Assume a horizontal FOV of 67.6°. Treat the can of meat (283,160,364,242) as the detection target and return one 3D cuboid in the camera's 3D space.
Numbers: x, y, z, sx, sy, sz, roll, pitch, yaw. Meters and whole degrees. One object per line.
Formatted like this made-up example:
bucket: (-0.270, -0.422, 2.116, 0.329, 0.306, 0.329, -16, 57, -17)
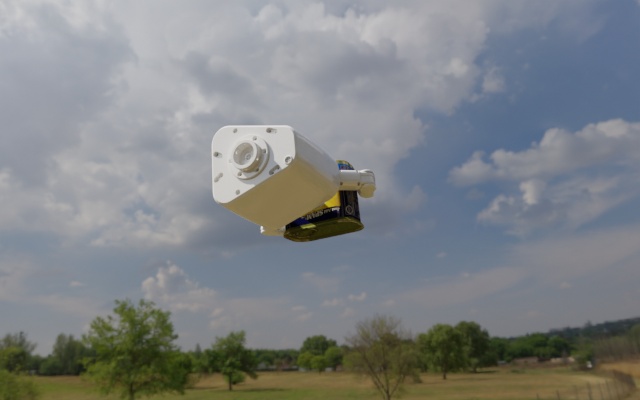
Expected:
can of meat: (0.000, 0.002, 0.623, 0.102, 0.084, 0.057, -14, -20, 24)
